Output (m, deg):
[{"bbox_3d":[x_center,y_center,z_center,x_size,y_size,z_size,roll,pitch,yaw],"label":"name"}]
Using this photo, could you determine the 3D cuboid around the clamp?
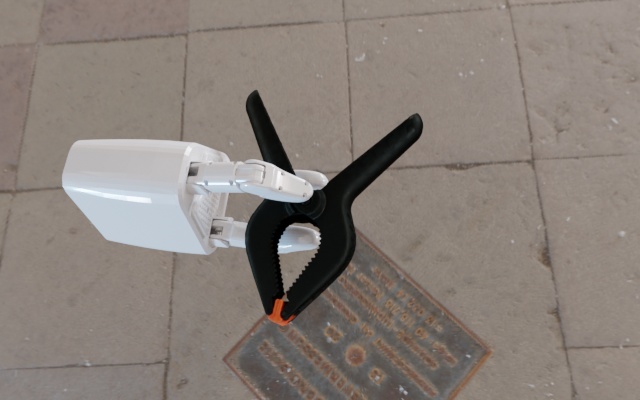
[{"bbox_3d":[0.000,0.002,0.409,0.164,0.210,0.036,4,-18,11],"label":"clamp"}]
